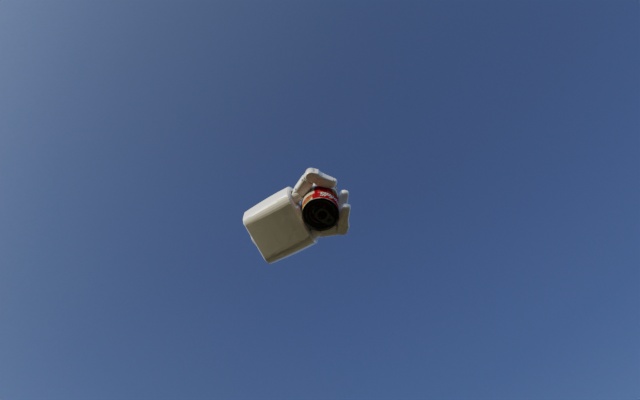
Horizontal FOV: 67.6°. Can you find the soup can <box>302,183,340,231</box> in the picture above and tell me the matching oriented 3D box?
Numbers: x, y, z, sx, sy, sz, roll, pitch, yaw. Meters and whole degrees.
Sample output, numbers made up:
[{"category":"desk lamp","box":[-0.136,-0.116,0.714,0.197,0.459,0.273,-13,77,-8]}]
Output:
[{"category":"soup can","box":[0.001,0.002,0.892,0.068,0.068,0.102,0,27,0]}]
